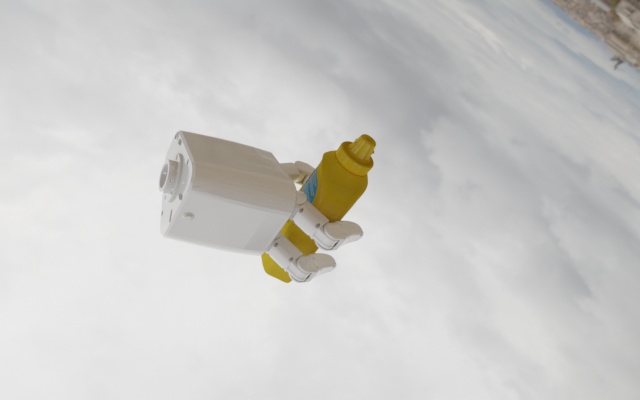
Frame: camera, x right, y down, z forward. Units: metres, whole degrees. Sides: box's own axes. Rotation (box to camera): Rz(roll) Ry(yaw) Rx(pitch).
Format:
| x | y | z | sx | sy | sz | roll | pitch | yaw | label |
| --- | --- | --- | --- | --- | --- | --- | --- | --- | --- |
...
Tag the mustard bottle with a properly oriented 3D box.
| x | y | z | sx | sy | sz | roll | pitch | yaw | label |
| --- | --- | --- | --- | --- | --- | --- | --- | --- | --- |
| 0.000 | 0.002 | 0.535 | 0.058 | 0.192 | 0.096 | 29 | 33 | -12 | mustard bottle |
